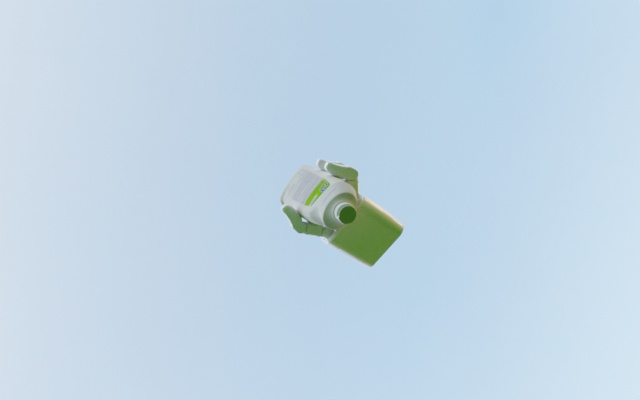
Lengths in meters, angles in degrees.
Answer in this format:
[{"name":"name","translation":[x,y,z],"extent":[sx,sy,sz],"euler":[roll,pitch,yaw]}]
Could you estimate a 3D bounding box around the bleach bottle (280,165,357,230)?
[{"name":"bleach bottle","translation":[0.000,0.003,0.828],"extent":[0.068,0.102,0.250],"euler":[32,2,-21]}]
